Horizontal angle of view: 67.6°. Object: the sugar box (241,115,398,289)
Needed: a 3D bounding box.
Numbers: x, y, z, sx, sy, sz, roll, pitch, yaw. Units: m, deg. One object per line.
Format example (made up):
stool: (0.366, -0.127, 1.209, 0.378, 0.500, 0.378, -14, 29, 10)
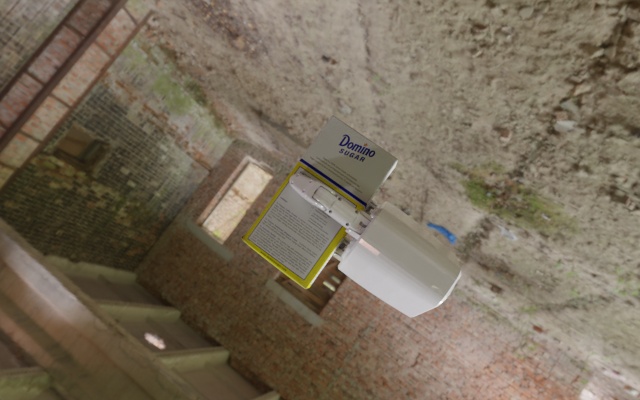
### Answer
sugar box: (0.000, 0.002, 0.545, 0.093, 0.176, 0.048, 36, -6, 7)
